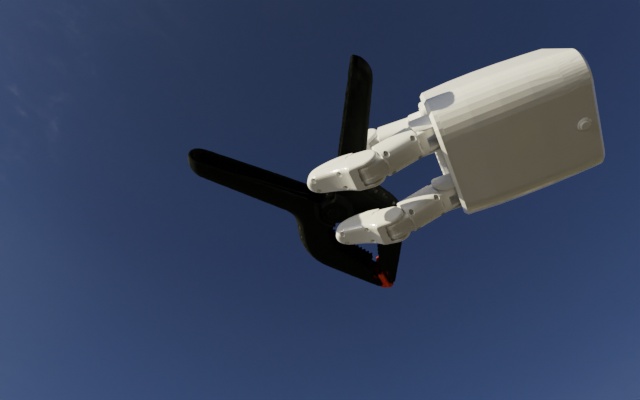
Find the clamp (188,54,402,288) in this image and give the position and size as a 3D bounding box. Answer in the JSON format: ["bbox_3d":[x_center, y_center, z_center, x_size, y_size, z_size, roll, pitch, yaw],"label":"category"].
[{"bbox_3d":[0.001,0.001,0.410,0.164,0.210,0.036,-19,31,17],"label":"clamp"}]
